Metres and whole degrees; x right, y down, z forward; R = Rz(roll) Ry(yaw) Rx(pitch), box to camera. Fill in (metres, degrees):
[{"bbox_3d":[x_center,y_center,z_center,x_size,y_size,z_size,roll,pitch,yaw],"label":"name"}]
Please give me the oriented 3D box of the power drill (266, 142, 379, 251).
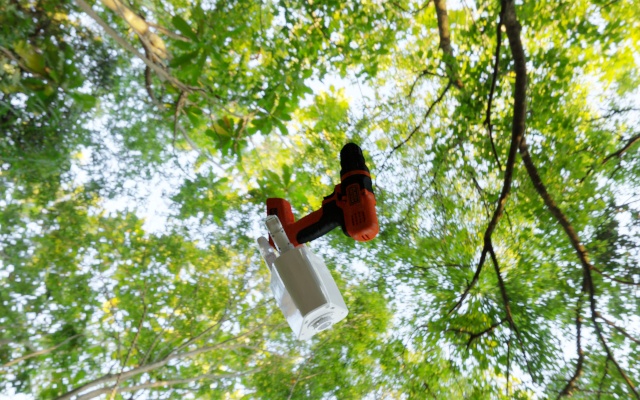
[{"bbox_3d":[0.000,0.003,0.798,0.188,0.184,0.057,-22,-38,21],"label":"power drill"}]
